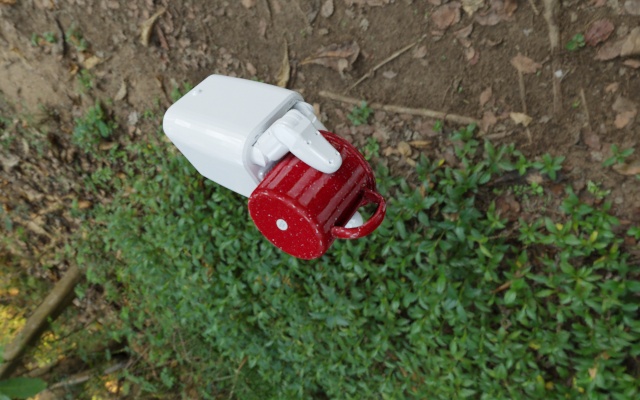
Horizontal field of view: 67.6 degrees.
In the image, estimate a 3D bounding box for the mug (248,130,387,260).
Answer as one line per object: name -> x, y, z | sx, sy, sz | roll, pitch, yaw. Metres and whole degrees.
mug -> 0.001, 0.002, 0.420 | 0.117, 0.093, 0.081 | 21, 53, 26
